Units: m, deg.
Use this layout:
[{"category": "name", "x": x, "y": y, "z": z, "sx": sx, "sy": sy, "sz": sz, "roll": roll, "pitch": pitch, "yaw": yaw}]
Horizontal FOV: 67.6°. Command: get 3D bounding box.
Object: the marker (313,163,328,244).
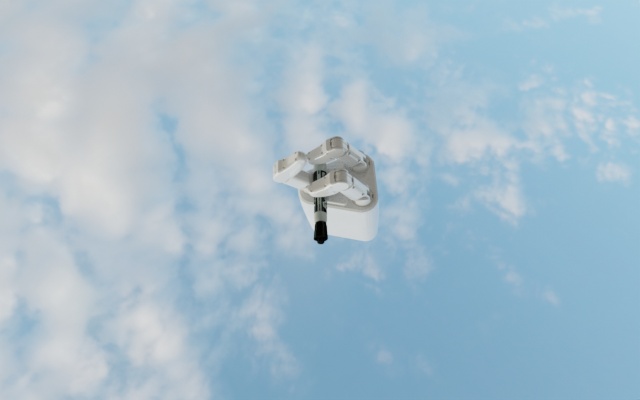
[{"category": "marker", "x": 0.000, "y": 0.002, "z": 0.639, "sx": 0.020, "sy": 0.121, "sz": 0.020, "roll": -1, "pitch": -30, "yaw": 0}]
